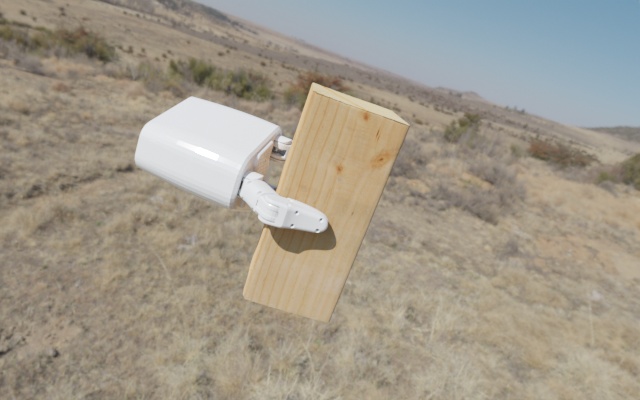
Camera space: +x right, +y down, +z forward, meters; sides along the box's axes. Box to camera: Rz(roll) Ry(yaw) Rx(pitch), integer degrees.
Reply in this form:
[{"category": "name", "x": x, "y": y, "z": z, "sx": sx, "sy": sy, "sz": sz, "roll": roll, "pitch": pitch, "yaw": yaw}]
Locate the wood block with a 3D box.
[{"category": "wood block", "x": 0.000, "y": 0.001, "z": 0.471, "sx": 0.090, "sy": 0.206, "sz": 0.090, "roll": 18, "pitch": 17, "yaw": -7}]
